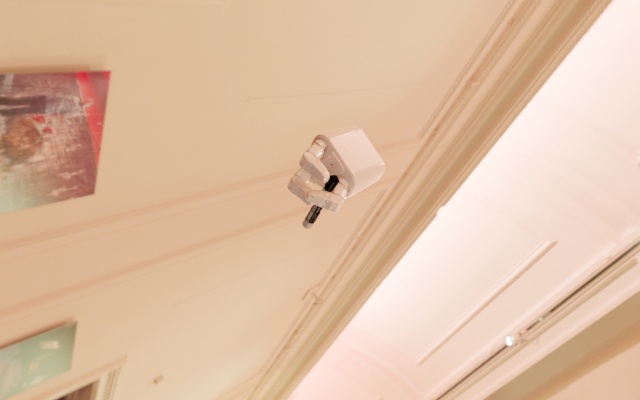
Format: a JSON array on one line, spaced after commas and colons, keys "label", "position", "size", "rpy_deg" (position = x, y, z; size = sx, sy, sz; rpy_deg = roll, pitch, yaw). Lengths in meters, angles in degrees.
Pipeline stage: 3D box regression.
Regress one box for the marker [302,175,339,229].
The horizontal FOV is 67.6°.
[{"label": "marker", "position": [0.000, 0.003, 0.792], "size": [0.020, 0.020, 0.121], "rpy_deg": [0, -42, -32]}]
